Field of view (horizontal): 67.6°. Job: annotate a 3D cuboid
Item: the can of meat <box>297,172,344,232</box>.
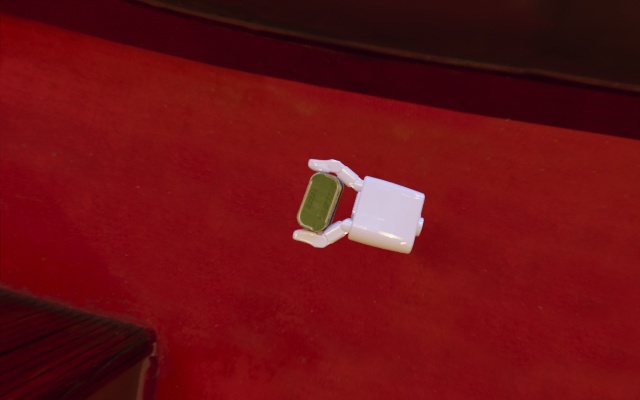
[{"bbox_3d":[0.000,0.003,0.818,0.057,0.102,0.084,20,2,4],"label":"can of meat"}]
